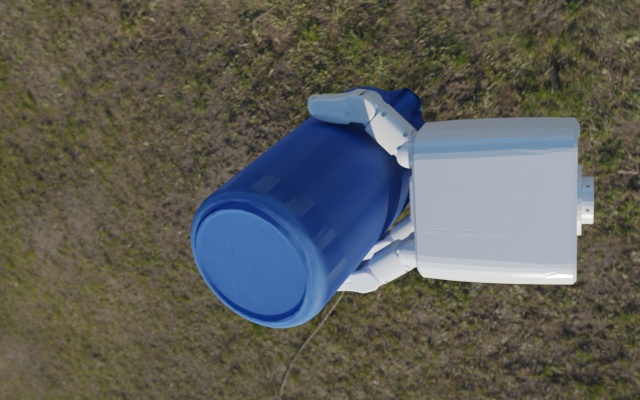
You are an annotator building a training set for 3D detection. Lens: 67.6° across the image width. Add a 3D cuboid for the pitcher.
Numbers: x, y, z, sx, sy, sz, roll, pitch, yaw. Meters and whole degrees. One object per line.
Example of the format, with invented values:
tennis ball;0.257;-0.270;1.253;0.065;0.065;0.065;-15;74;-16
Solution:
pitcher;0.000;0.001;0.416;0.145;0.149;0.242;2;26;28
